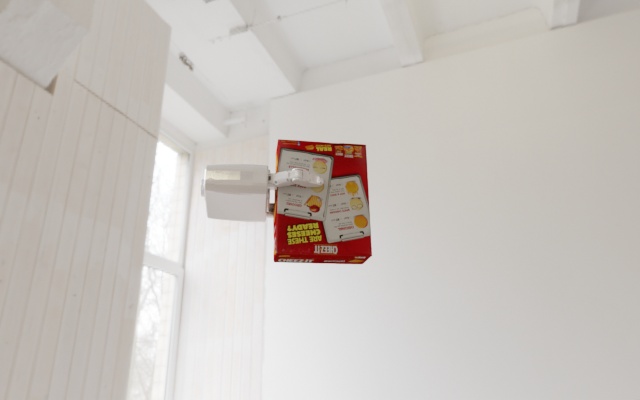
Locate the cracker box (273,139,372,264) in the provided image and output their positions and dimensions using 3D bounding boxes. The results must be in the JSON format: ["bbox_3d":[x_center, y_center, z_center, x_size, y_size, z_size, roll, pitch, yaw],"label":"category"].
[{"bbox_3d":[0.000,0.003,0.850,0.164,0.213,0.072,2,-22,-8],"label":"cracker box"}]
